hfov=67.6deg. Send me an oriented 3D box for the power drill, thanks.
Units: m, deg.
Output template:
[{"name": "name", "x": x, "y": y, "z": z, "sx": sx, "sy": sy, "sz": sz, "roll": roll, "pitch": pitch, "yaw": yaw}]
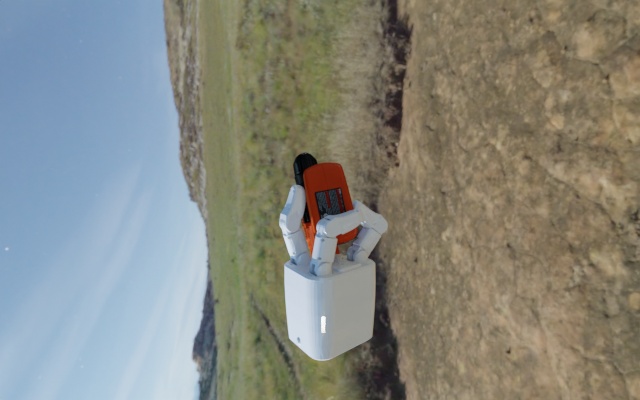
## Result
[{"name": "power drill", "x": 0.000, "y": 0.002, "z": 0.689, "sx": 0.057, "sy": 0.184, "sz": 0.188, "roll": -14, "pitch": -7, "yaw": -7}]
